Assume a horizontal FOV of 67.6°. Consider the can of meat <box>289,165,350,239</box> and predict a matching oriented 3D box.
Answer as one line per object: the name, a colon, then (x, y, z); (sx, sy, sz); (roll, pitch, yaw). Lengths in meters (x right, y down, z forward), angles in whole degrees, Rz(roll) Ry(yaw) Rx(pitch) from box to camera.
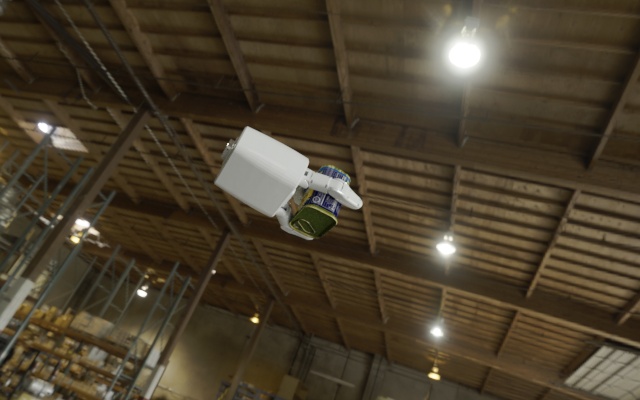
can of meat: (0.000, 0.002, 0.757); (0.057, 0.084, 0.102); (27, -29, -9)
